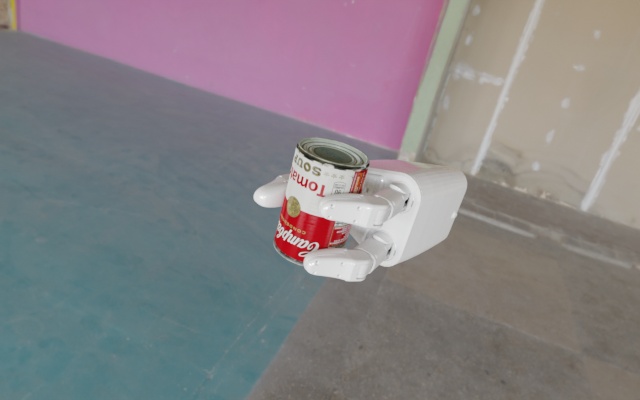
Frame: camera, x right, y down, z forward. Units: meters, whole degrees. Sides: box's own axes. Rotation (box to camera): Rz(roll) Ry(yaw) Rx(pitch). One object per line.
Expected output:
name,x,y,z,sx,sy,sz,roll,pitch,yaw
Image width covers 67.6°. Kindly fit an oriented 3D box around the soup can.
soup can,0.000,0.001,0.438,0.068,0.102,0.068,13,24,-6
